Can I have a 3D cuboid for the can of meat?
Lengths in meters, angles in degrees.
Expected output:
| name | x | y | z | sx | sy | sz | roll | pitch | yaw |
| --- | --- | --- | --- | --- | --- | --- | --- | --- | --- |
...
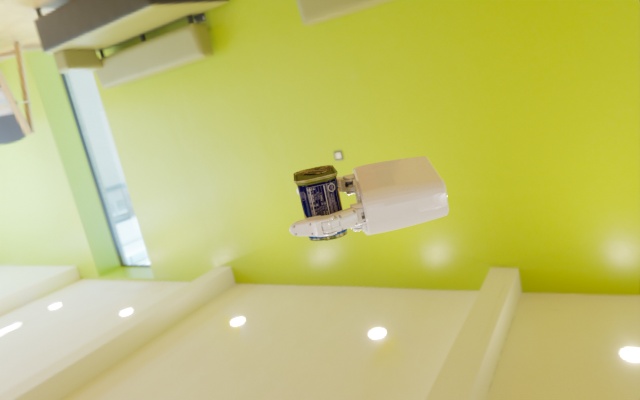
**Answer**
| name | x | y | z | sx | sy | sz | roll | pitch | yaw |
| --- | --- | --- | --- | --- | --- | --- | --- | --- | --- |
| can of meat | 0.000 | 0.002 | 0.646 | 0.057 | 0.084 | 0.102 | -12 | 12 | -2 |
